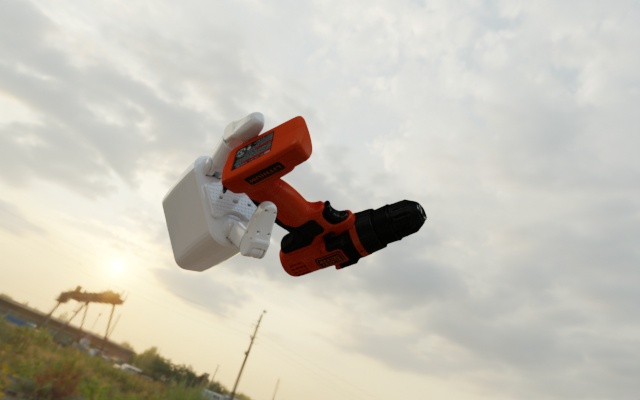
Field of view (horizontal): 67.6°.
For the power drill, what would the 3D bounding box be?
[{"bbox_3d":[0.000,0.001,0.518,0.184,0.188,0.057,-24,36,21],"label":"power drill"}]
